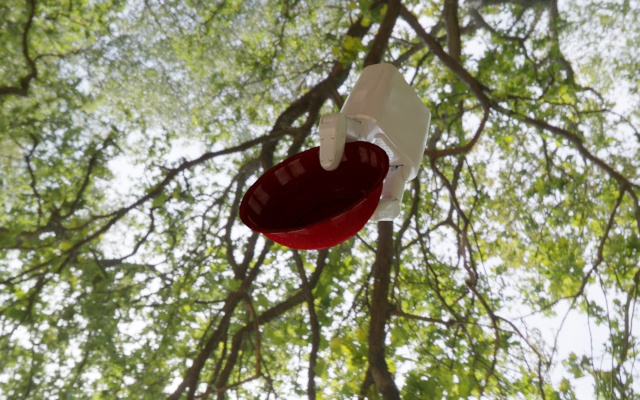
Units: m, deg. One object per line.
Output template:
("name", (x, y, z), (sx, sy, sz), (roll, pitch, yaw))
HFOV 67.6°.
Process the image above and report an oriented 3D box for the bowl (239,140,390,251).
("bowl", (-0.001, 0.003, 0.496), (0.162, 0.055, 0.162), (-17, 30, 10))
